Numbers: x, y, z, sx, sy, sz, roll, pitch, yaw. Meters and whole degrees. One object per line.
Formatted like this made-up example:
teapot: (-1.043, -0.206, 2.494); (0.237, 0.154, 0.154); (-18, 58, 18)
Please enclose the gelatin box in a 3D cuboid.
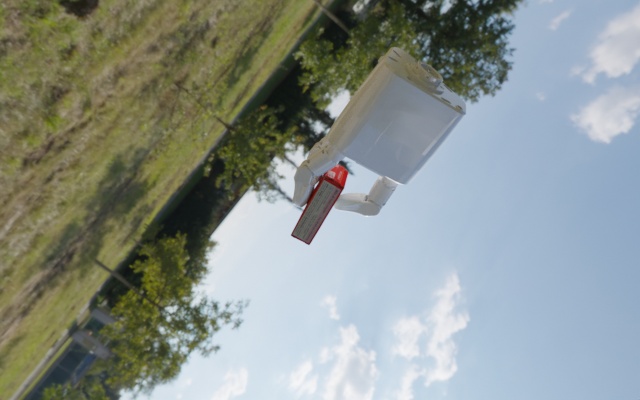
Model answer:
gelatin box: (0.000, 0.002, 0.595); (0.030, 0.089, 0.073); (29, 20, -2)
